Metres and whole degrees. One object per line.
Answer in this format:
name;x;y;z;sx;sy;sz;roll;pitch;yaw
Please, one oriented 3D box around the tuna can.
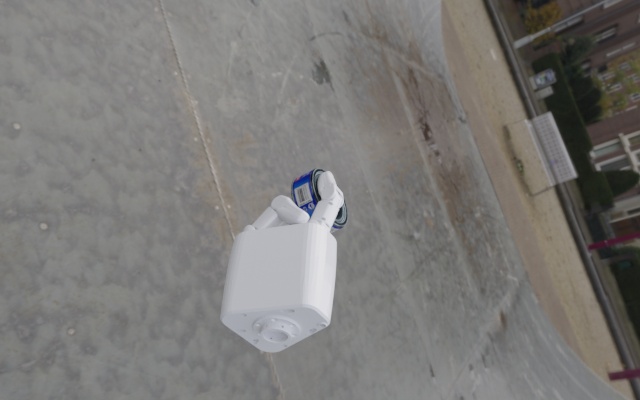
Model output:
tuna can;0.001;0.002;0.622;0.034;0.086;0.086;-26;-11;24
